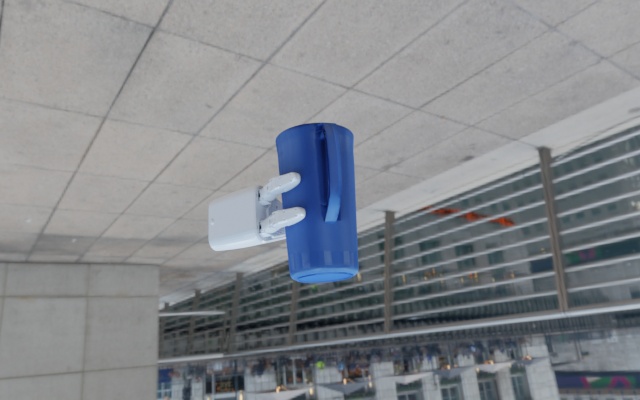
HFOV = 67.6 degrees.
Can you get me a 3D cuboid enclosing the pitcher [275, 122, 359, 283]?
[{"bbox_3d":[0.000,0.003,0.767,0.145,0.242,0.149,-14,-19,27],"label":"pitcher"}]
